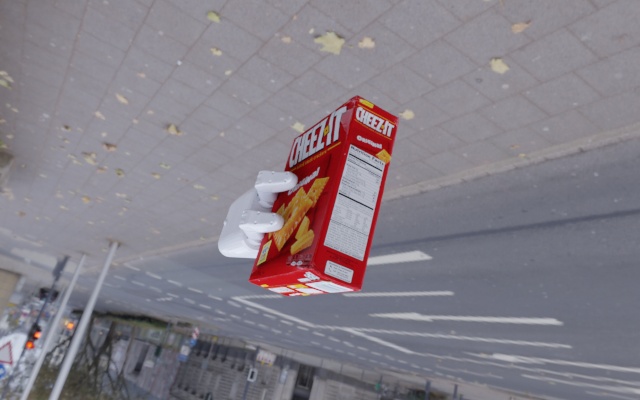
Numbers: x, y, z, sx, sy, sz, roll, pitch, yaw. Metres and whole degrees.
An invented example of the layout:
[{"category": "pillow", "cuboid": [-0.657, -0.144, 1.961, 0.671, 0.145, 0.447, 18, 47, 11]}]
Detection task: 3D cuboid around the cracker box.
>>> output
[{"category": "cracker box", "cuboid": [0.000, 0.002, 0.576, 0.072, 0.213, 0.164, 25, -23, -24]}]
